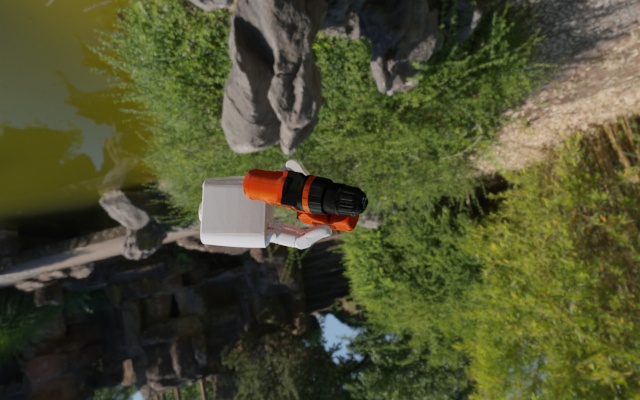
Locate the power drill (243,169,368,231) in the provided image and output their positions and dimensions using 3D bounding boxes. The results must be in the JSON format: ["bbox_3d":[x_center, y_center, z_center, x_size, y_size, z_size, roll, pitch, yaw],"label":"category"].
[{"bbox_3d":[0.000,0.002,0.722,0.184,0.057,0.188,12,-9,22],"label":"power drill"}]
